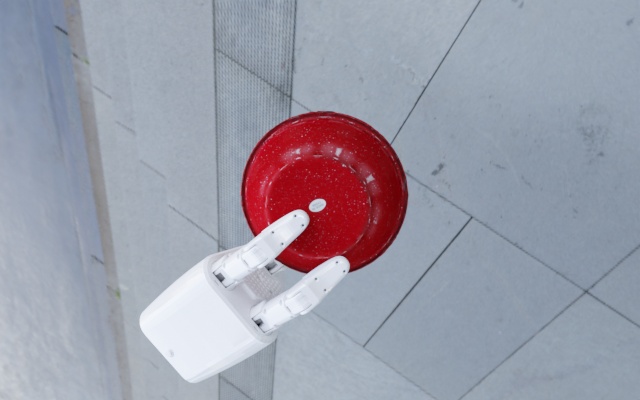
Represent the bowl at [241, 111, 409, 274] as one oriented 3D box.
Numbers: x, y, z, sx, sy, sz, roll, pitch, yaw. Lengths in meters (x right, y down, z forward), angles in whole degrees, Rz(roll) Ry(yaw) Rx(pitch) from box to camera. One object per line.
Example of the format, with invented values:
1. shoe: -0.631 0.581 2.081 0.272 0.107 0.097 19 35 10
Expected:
1. bowl: 0.001 0.000 0.433 0.162 0.162 0.055 0 12 6
